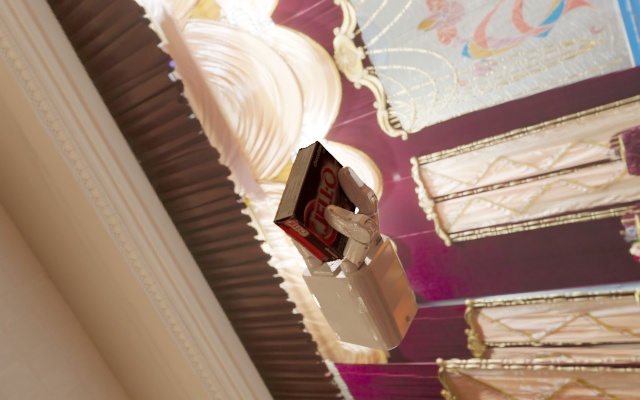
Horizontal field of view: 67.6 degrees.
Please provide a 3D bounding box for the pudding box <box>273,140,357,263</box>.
[{"bbox_3d":[0.000,0.002,0.553,0.039,0.113,0.090,-18,-46,36],"label":"pudding box"}]
